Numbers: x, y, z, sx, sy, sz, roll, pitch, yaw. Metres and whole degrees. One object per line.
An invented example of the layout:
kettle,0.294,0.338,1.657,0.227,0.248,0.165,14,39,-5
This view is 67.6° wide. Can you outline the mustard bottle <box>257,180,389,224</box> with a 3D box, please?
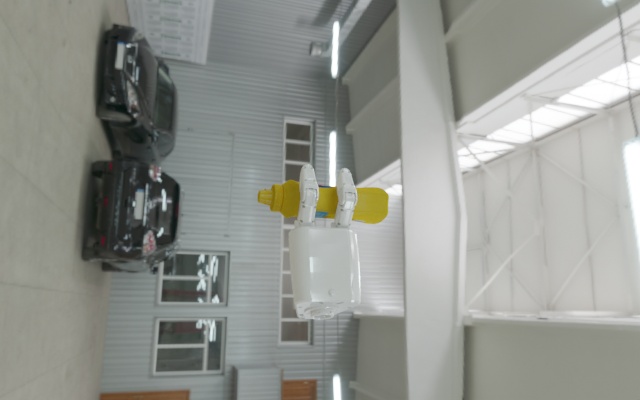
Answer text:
mustard bottle,0.000,0.002,0.728,0.191,0.058,0.096,4,-3,-17
